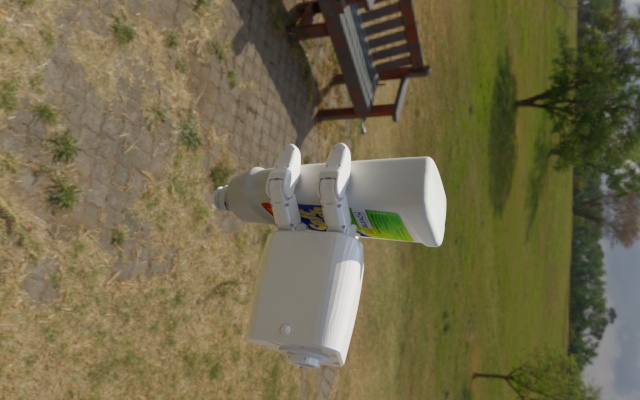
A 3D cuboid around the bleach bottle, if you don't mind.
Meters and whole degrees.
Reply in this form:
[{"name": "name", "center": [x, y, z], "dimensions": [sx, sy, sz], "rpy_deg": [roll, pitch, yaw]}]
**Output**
[{"name": "bleach bottle", "center": [0.000, 0.002, 0.517], "dimensions": [0.251, 0.068, 0.103], "rpy_deg": [0, -30, 25]}]
